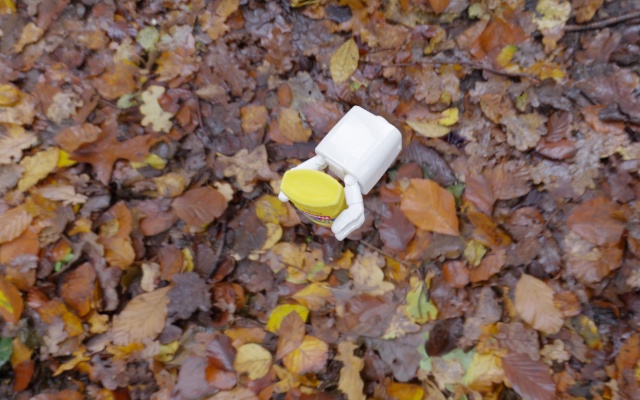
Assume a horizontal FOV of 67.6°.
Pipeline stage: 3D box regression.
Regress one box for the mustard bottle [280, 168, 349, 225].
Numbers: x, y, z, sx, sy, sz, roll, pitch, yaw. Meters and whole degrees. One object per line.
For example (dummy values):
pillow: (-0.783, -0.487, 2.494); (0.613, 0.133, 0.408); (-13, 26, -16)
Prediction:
mustard bottle: (0.000, 0.003, 0.802); (0.096, 0.058, 0.192); (14, -11, 13)
